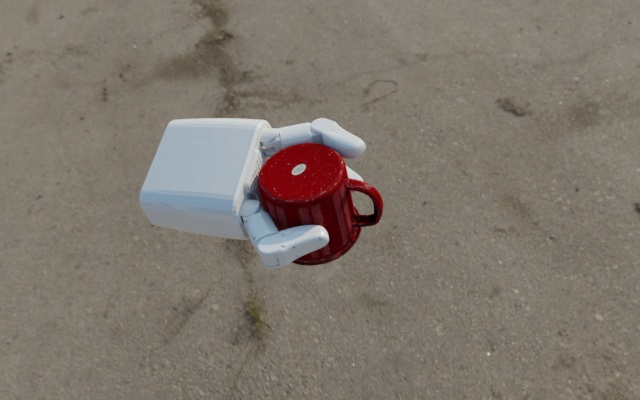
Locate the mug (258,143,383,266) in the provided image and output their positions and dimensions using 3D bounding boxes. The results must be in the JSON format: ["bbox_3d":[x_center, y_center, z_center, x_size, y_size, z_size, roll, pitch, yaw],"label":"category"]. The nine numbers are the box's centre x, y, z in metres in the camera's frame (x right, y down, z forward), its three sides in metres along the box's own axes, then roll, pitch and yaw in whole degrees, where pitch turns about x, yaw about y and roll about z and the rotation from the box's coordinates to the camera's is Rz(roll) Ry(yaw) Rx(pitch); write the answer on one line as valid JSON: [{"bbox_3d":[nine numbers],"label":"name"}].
[{"bbox_3d":[0.001,0.001,0.447,0.117,0.093,0.082,5,-41,17],"label":"mug"}]
